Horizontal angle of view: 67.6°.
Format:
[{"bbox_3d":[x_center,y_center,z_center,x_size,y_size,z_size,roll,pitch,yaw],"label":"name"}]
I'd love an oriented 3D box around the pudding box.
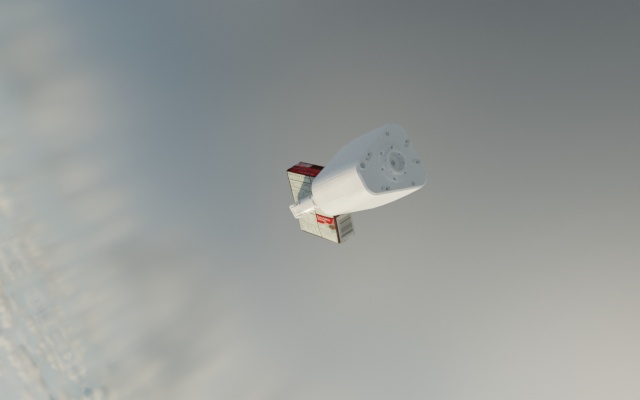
[{"bbox_3d":[0.000,0.002,0.727,0.039,0.113,0.090,-30,32,-35],"label":"pudding box"}]
